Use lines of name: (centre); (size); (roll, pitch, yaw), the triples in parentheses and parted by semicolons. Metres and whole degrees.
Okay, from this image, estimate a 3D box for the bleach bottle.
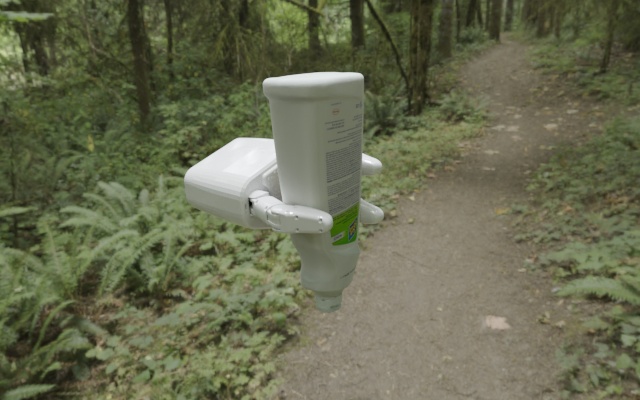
bleach bottle: (0.000, 0.002, 0.487); (0.068, 0.251, 0.102); (13, 24, 37)
